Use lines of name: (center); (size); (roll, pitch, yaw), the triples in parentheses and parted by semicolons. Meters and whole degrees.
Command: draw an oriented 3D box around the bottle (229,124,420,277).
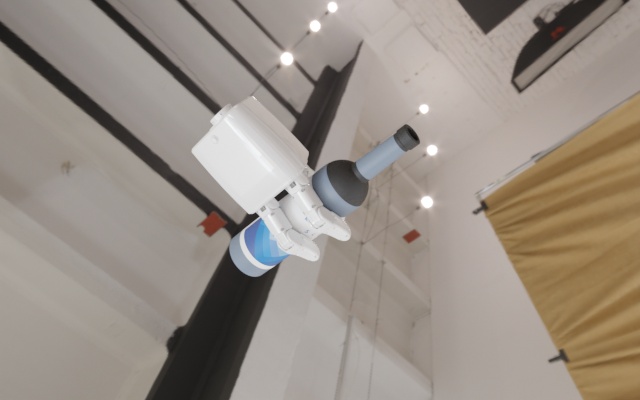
bottle: (0.000, 0.002, 0.603); (0.296, 0.069, 0.069); (-37, -20, 30)
